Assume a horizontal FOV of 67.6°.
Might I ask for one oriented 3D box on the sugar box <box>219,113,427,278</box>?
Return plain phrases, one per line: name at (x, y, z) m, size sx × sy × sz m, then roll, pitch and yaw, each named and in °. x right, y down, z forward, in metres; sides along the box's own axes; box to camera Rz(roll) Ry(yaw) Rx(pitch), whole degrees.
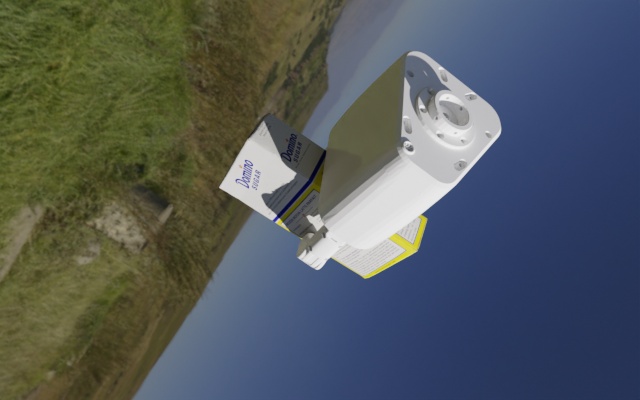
sugar box at (0.000, 0.001, 0.448) m, size 0.176 × 0.048 × 0.093 m, roll 35°, pitch -37°, yaw -9°
